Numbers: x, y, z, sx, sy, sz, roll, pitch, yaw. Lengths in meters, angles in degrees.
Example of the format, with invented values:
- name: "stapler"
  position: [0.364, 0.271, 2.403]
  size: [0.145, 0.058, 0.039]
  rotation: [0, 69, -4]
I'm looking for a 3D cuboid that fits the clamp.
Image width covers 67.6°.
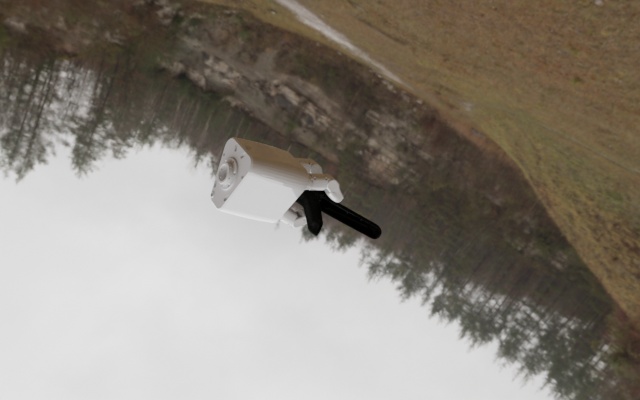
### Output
- name: "clamp"
  position: [-0.001, 0.003, 0.816]
  size: [0.164, 0.036, 0.210]
  rotation: [13, 23, -42]
